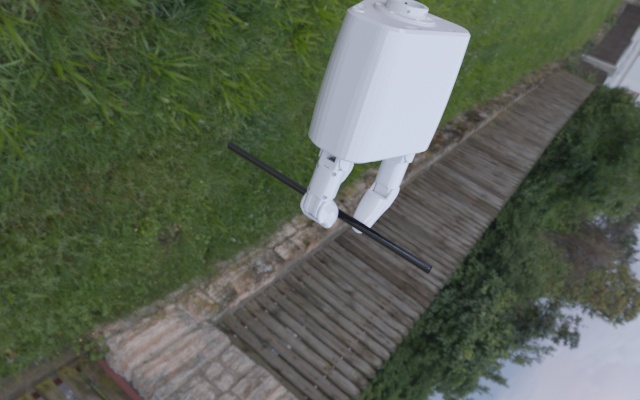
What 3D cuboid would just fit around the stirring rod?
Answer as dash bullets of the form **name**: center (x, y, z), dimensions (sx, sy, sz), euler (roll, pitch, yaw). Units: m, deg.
- **stirring rod**: center (0.000, 0.001, 0.459), dimensions (0.239, 0.011, 0.011), euler (32, 12, 21)
